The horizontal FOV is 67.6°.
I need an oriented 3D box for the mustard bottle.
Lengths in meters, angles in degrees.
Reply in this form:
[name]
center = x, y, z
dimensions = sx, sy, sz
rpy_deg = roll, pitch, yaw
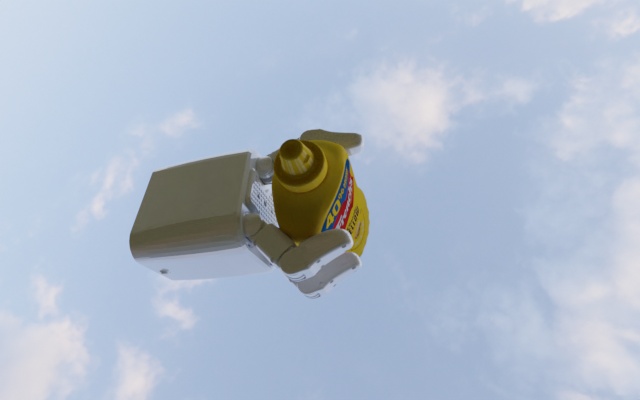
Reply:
[mustard bottle]
center = 0.000, 0.002, 0.429
dimensions = 0.058, 0.096, 0.192
rpy_deg = 14, -20, 21
